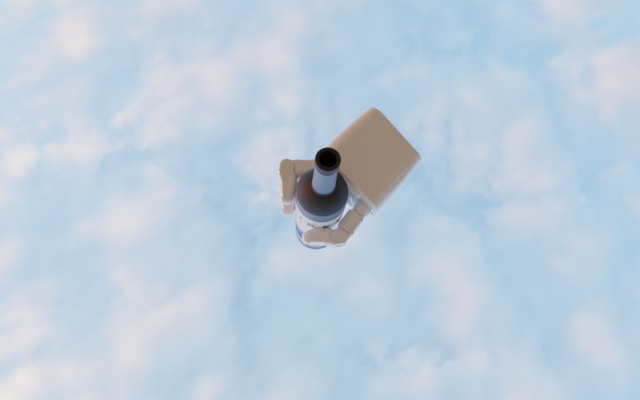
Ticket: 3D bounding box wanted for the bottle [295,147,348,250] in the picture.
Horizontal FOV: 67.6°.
[{"bbox_3d":[0.000,0.002,0.634,0.069,0.069,0.296,0,-18,-3],"label":"bottle"}]
